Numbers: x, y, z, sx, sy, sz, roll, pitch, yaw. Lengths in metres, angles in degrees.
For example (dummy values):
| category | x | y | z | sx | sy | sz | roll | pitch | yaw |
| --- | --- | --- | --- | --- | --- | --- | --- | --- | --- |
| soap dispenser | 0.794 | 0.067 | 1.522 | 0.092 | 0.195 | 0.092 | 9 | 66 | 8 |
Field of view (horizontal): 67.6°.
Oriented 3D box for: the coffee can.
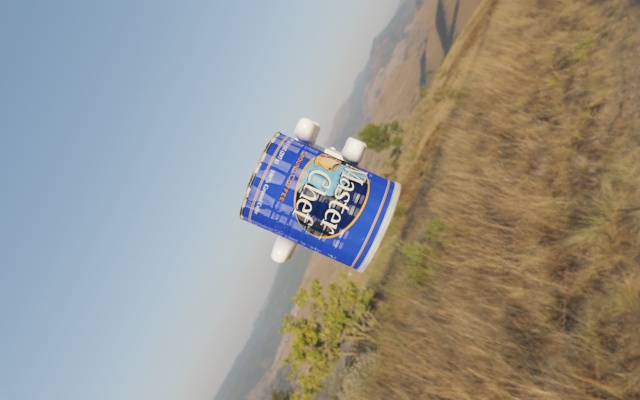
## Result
| category | x | y | z | sx | sy | sz | roll | pitch | yaw |
| --- | --- | --- | --- | --- | --- | --- | --- | --- | --- |
| coffee can | 0.000 | 0.002 | 0.506 | 0.140 | 0.103 | 0.103 | 24 | 0 | 1 |
